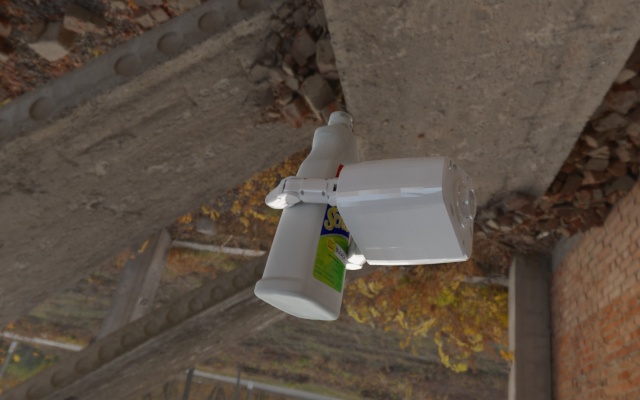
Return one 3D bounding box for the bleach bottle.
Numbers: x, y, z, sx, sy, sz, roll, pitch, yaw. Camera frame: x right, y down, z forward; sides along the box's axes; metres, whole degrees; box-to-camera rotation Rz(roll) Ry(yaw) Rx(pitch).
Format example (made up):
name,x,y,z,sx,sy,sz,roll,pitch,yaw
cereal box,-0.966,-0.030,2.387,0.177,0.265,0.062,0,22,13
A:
name,x,y,z,sx,sy,sz,roll,pitch,yaw
bleach bottle,0.000,0.002,0.550,0.068,0.250,0.103,-4,-29,30
